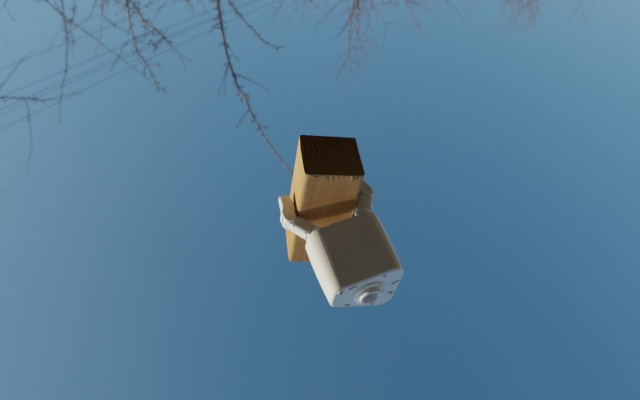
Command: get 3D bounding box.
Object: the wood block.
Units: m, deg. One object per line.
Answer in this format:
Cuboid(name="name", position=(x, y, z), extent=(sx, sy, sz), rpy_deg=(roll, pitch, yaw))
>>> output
Cuboid(name="wood block", position=(0.000, 0.003, 0.775), extent=(0.091, 0.090, 0.206), rpy_deg=(1, -44, -11))
